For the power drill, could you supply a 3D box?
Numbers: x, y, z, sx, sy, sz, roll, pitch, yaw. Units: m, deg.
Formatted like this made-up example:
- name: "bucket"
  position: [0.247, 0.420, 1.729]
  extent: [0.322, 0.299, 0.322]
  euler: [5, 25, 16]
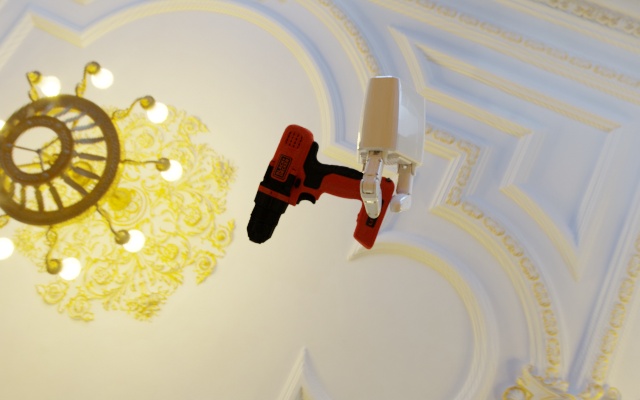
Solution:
- name: "power drill"
  position: [0.001, 0.002, 0.693]
  extent: [0.187, 0.184, 0.057]
  euler: [22, 2, 4]
